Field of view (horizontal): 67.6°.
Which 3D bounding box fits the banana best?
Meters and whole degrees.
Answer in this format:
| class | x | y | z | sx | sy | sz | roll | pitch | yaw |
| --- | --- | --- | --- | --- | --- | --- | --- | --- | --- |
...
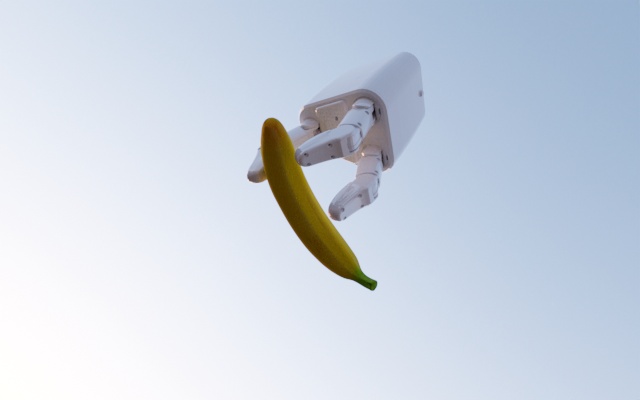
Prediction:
| class | x | y | z | sx | sy | sz | roll | pitch | yaw |
| --- | --- | --- | --- | --- | --- | --- | --- | --- | --- |
| banana | -0.010 | 0.007 | 0.477 | 0.069 | 0.198 | 0.037 | -14 | 26 | 48 |
